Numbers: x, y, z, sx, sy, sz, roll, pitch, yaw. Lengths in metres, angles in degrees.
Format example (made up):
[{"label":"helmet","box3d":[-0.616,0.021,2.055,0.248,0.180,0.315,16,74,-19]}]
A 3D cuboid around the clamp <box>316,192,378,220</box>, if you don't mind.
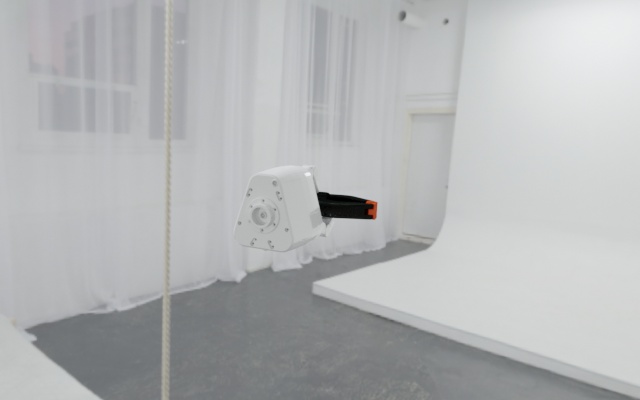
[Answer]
[{"label":"clamp","box3d":[0.001,0.002,0.821,0.210,0.036,0.164,6,12,20]}]
